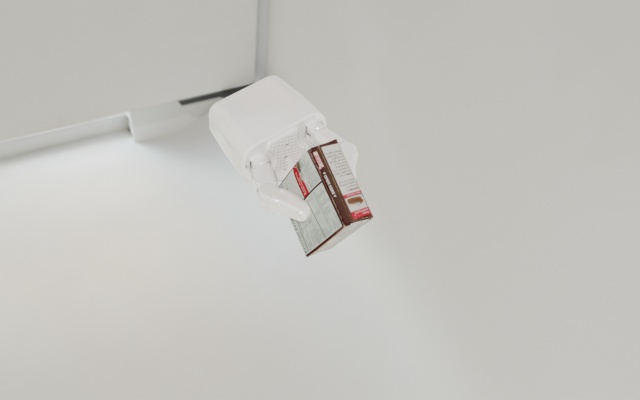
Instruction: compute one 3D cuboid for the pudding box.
[{"bbox_3d":[0.000,0.002,0.509,0.039,0.090,0.113,-19,-13,-27],"label":"pudding box"}]
